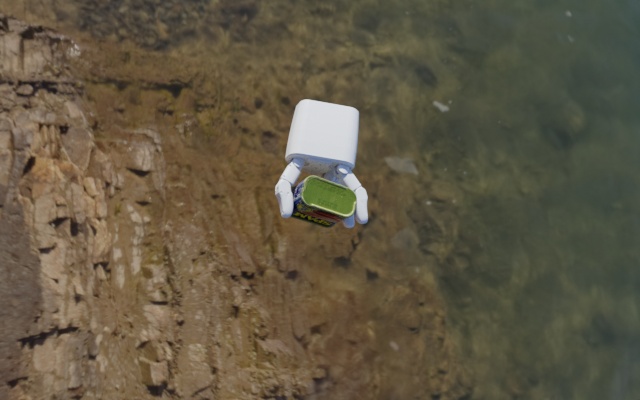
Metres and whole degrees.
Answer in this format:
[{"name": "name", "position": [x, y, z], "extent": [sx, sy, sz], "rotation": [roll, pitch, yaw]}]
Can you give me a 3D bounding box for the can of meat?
[{"name": "can of meat", "position": [0.000, 0.003, 0.801], "extent": [0.102, 0.057, 0.084], "rotation": [18, -19, -18]}]
